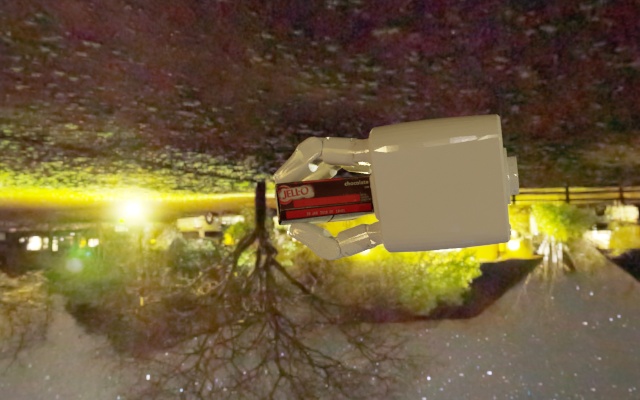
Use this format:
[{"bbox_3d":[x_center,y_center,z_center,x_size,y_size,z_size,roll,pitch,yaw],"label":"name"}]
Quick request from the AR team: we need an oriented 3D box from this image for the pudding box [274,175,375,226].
[{"bbox_3d":[0.000,0.002,0.473,0.090,0.039,0.113,-4,-6,-7],"label":"pudding box"}]
